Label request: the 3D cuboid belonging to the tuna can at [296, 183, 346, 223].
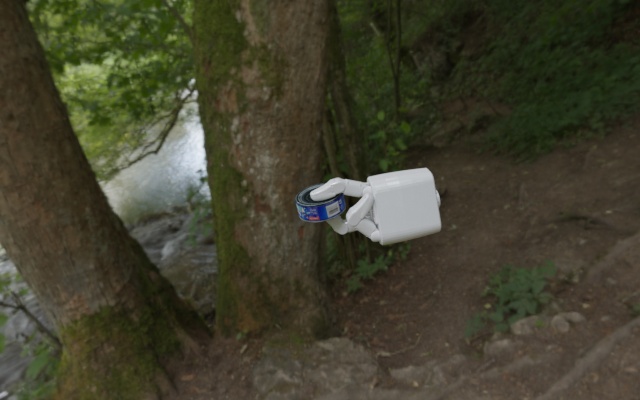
[{"bbox_3d":[0.000,0.002,0.835,0.086,0.034,0.086,-11,26,5],"label":"tuna can"}]
